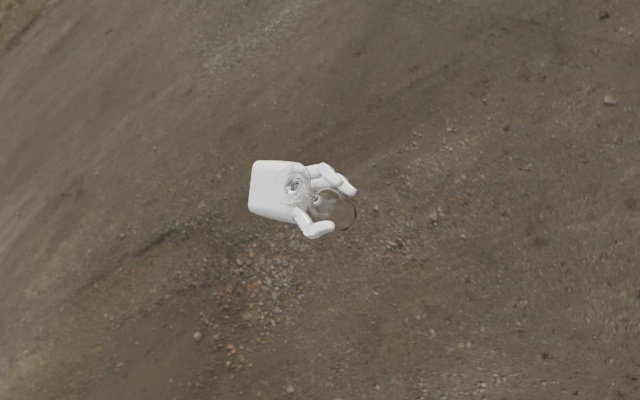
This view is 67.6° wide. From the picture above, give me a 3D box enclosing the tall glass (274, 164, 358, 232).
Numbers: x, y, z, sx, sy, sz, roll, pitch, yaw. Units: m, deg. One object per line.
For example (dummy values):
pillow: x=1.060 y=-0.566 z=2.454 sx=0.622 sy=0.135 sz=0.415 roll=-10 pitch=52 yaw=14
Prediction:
tall glass: x=0.000 y=0.003 z=0.888 sx=0.079 sy=0.079 sz=0.201 roll=0 pitch=-18 yaw=32
